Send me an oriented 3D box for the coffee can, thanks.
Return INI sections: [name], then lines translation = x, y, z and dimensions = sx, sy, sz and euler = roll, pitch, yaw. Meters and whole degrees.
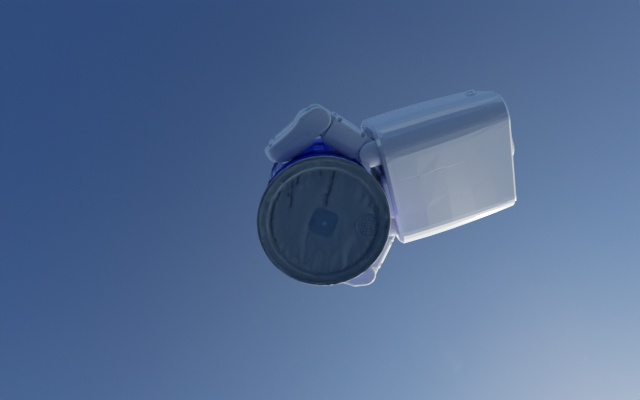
[coffee can]
translation = 0.000, 0.002, 0.430
dimensions = 0.103, 0.103, 0.140
euler = 0, 14, -2
